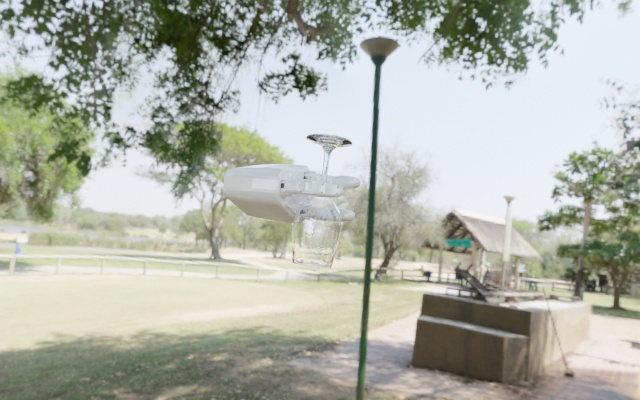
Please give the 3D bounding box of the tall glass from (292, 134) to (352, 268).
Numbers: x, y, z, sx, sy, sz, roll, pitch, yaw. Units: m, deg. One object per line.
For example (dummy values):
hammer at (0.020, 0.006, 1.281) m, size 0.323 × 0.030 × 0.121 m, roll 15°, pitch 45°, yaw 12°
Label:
tall glass at (0.000, 0.002, 0.747) m, size 0.079 × 0.201 × 0.079 m, roll 8°, pitch -6°, yaw 1°
